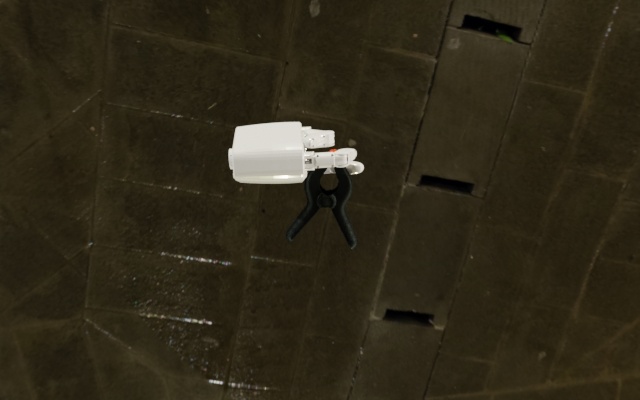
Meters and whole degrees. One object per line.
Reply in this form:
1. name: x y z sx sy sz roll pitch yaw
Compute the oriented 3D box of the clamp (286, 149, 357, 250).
1. clamp: 0.000 0.003 0.783 0.120 0.171 0.039 -3 17 -4
